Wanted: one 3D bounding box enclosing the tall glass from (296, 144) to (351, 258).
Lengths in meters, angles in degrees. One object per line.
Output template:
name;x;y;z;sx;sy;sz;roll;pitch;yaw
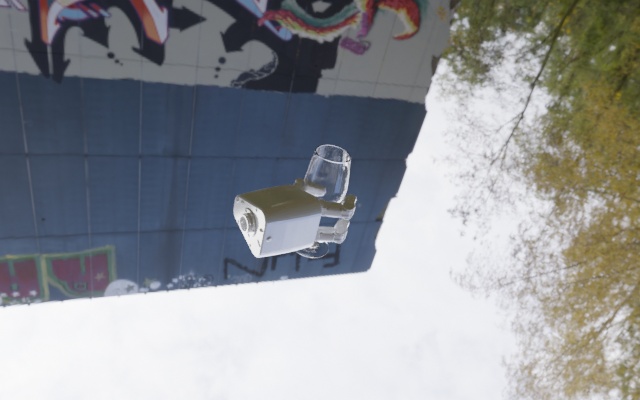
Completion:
tall glass;0.000;0.003;0.852;0.079;0.201;0.079;11;32;-7
